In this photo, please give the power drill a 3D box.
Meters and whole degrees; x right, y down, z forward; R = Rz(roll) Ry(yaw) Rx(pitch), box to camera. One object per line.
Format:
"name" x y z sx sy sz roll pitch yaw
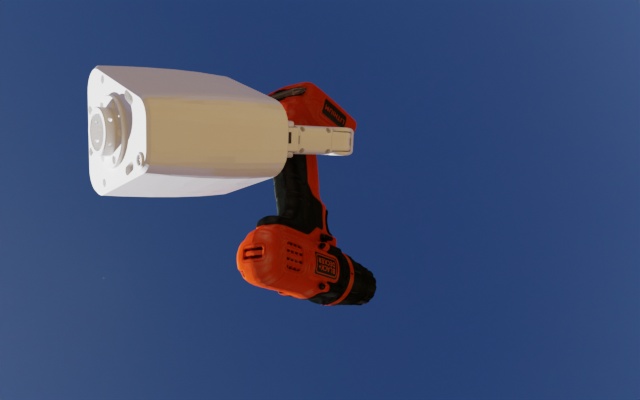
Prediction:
"power drill" 0.000 0.001 0.445 0.057 0.187 0.184 -12 -23 28
